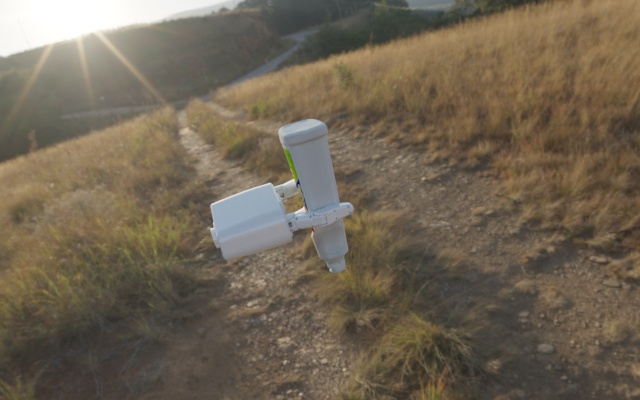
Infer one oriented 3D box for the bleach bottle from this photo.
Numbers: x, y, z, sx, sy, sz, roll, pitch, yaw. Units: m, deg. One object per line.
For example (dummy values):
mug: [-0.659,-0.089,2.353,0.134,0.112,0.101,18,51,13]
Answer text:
bleach bottle: [0.000,0.002,0.756,0.068,0.251,0.102,-18,19,-8]
